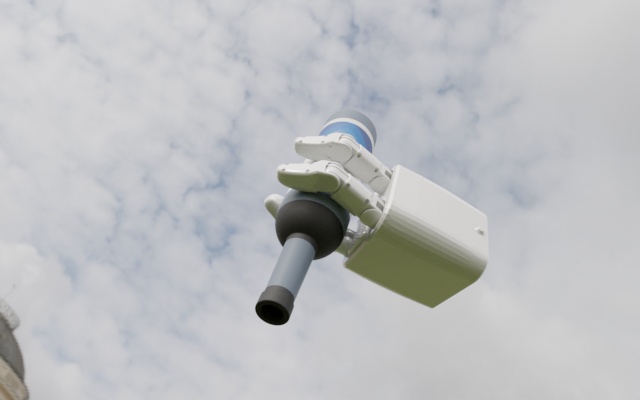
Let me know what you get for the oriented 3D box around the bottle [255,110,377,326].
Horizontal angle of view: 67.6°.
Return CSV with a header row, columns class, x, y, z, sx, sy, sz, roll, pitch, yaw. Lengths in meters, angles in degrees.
class,x,y,z,sx,sy,sz,roll,pitch,yaw
bottle,0.000,0.001,0.470,0.069,0.069,0.295,0,34,17
